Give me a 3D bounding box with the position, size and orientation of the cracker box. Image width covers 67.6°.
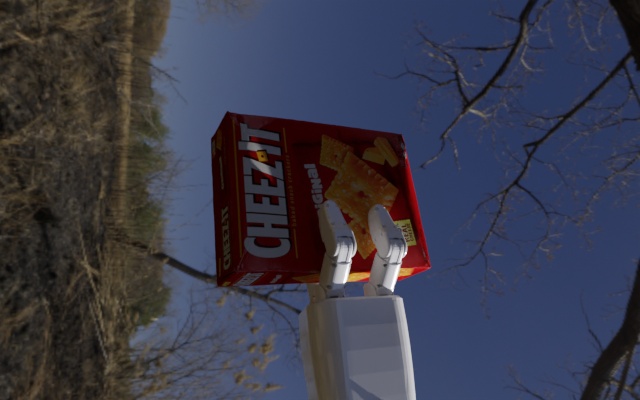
[{"bbox_3d":[0.000,0.002,0.505,0.214,0.164,0.072,3,-23,-26],"label":"cracker box"}]
